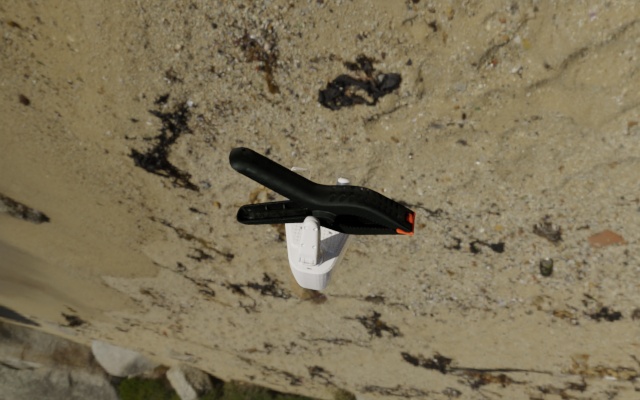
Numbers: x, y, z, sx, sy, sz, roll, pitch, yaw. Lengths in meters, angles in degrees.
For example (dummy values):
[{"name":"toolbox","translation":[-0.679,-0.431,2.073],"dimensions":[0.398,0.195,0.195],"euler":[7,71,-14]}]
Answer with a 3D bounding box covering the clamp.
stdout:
[{"name":"clamp","translation":[0.000,0.003,0.514],"dimensions":[0.210,0.036,0.165],"euler":[8,-23,4]}]
